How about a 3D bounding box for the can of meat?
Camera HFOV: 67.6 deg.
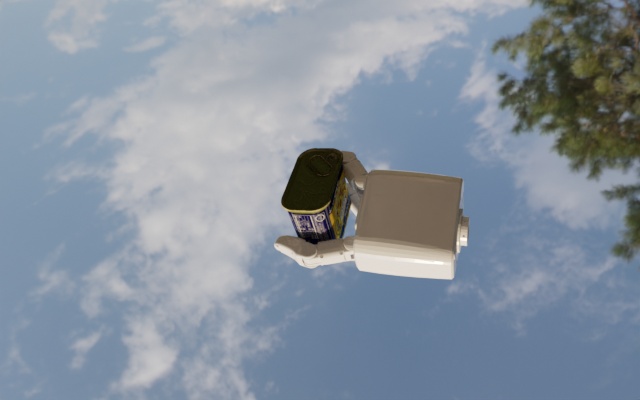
[{"bbox_3d":[0.000,0.002,0.571,0.057,0.102,0.084,2,-42,18],"label":"can of meat"}]
